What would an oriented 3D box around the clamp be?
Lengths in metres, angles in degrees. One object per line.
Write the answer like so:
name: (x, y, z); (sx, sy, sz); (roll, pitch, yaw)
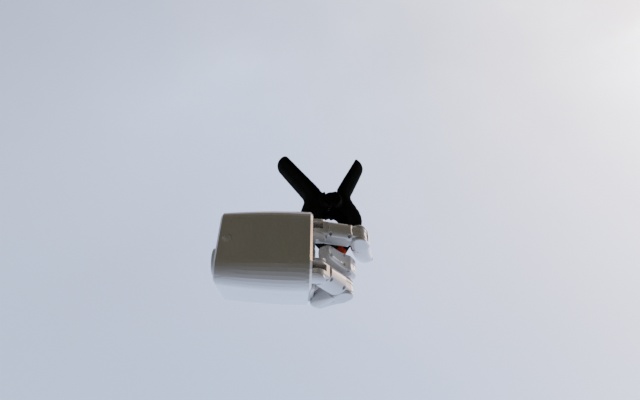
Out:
clamp: (0.000, 0.003, 0.624); (0.120, 0.171, 0.039); (4, -44, -4)
